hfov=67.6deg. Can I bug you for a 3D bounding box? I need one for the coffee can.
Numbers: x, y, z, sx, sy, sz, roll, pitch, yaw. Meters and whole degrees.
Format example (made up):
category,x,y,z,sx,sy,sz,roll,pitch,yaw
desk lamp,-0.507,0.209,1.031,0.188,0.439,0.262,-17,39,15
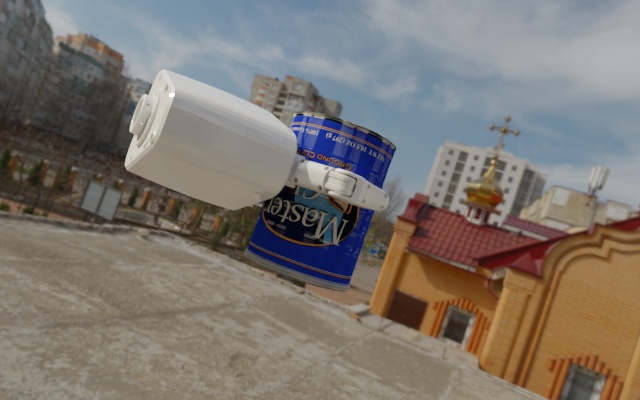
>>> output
category,x,y,z,sx,sy,sz,roll,pitch,yaw
coffee can,0.000,0.002,0.448,0.103,0.140,0.103,19,-2,1
